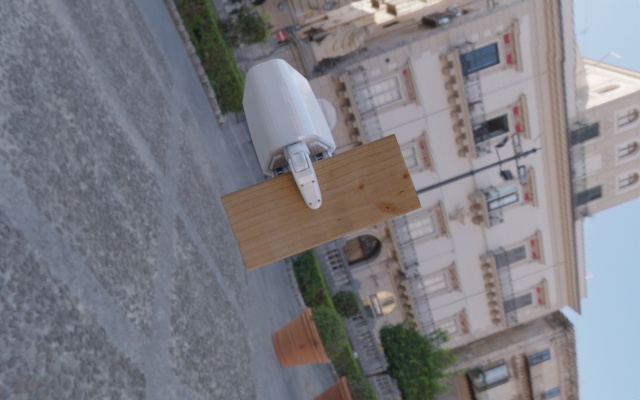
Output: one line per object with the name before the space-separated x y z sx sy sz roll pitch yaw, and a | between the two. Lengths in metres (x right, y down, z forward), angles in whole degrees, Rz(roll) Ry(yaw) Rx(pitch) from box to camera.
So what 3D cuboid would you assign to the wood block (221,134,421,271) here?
wood block | 0.000 0.001 0.569 0.206 0.090 0.091 -20 1 0
